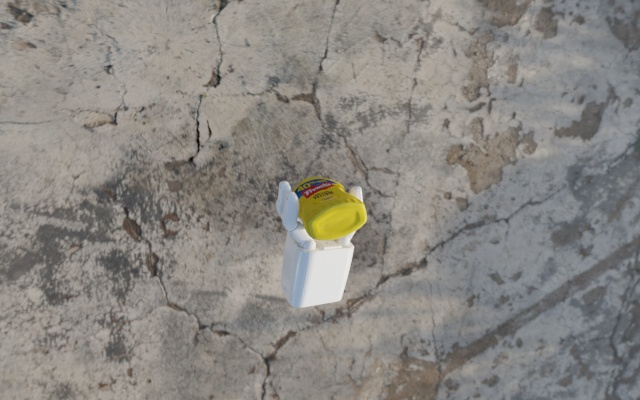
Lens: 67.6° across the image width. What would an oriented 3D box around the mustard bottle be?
[{"bbox_3d":[0.000,0.002,0.803,0.096,0.058,0.191,-19,23,-11],"label":"mustard bottle"}]
